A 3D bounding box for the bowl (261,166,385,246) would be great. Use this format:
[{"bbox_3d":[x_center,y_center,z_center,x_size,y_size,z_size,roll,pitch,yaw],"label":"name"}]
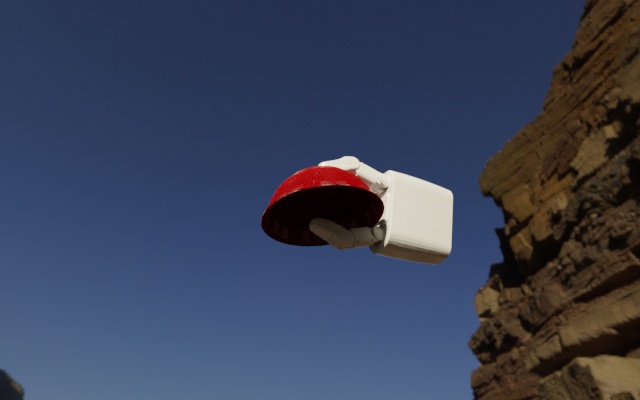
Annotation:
[{"bbox_3d":[-0.001,0.001,0.633,0.162,0.055,0.162,-7,-30,-4],"label":"bowl"}]
